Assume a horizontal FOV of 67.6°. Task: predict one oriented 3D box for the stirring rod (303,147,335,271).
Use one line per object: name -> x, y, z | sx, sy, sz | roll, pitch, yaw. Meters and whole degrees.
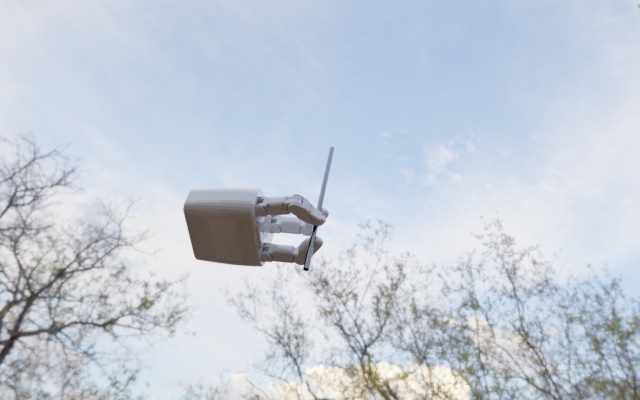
stirring rod -> 0.000, 0.002, 0.702 | 0.011, 0.239, 0.011 | 7, -42, 6
